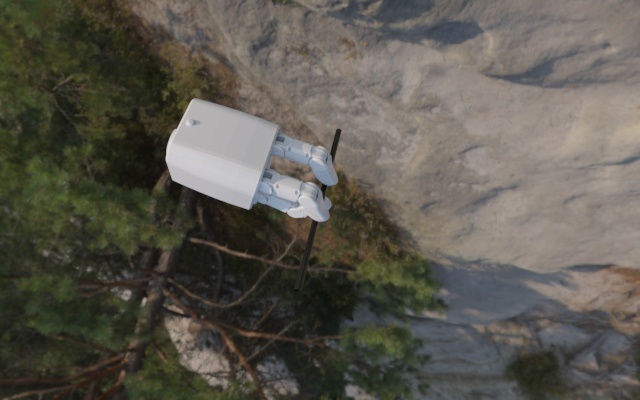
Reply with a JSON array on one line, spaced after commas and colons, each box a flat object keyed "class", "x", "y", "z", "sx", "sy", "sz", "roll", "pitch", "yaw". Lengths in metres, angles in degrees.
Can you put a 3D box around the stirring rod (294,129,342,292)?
[{"class": "stirring rod", "x": 0.000, "y": 0.002, "z": 0.594, "sx": 0.011, "sy": 0.239, "sz": 0.011, "roll": 10, "pitch": -33, "yaw": 7}]
